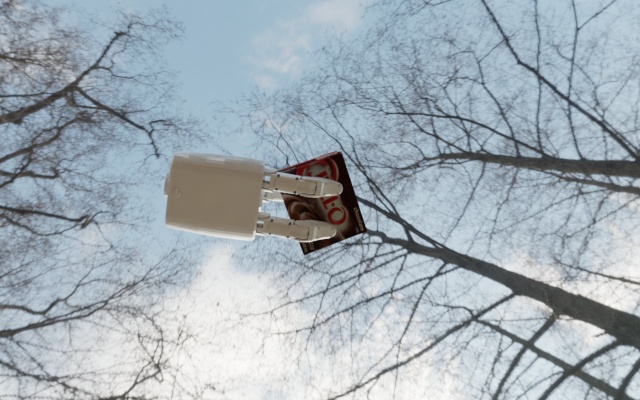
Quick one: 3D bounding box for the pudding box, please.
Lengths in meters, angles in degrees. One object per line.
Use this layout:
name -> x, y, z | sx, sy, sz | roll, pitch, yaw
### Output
pudding box -> 0.000, 0.002, 0.619 | 0.090, 0.113, 0.039 | -20, 14, -4
